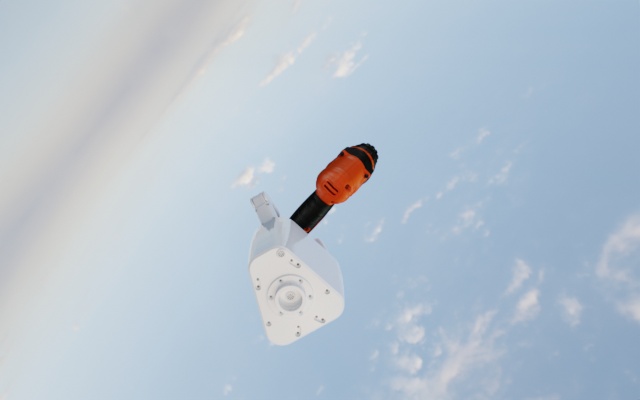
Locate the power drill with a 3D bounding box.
[{"bbox_3d":[0.000,0.003,0.660,0.057,0.188,0.184,42,26,4],"label":"power drill"}]
